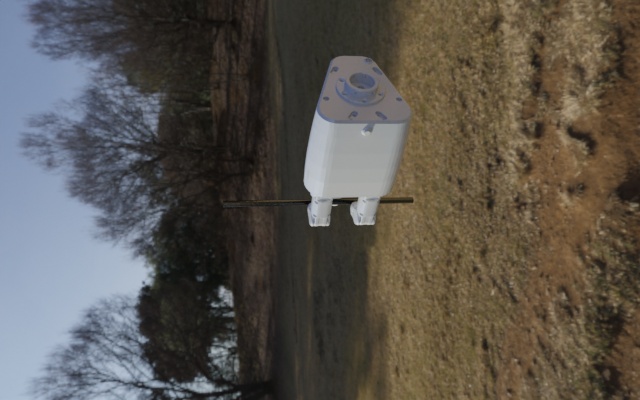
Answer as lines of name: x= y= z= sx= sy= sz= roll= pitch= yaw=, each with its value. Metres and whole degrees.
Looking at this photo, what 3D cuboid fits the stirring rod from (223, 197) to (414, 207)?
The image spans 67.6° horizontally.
stirring rod: x=0.000 y=0.002 z=0.599 sx=0.239 sy=0.011 sz=0.011 roll=-1 pitch=0 yaw=-8
